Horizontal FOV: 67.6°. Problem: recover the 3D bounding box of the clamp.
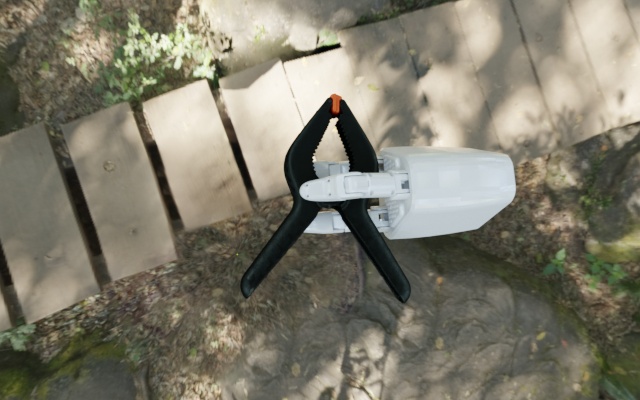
[{"bbox_3d":[0.000,0.001,0.467,0.164,0.210,0.036,-4,-6,-9],"label":"clamp"}]
